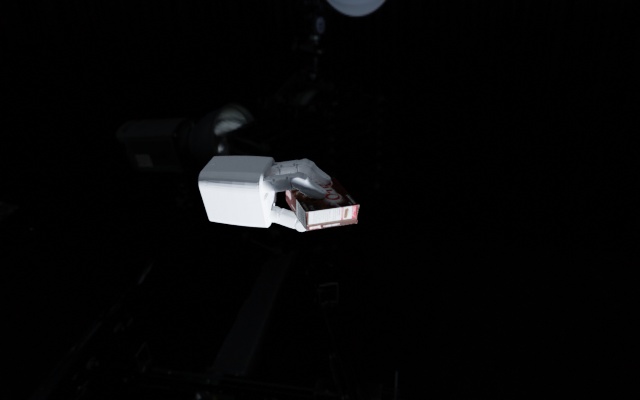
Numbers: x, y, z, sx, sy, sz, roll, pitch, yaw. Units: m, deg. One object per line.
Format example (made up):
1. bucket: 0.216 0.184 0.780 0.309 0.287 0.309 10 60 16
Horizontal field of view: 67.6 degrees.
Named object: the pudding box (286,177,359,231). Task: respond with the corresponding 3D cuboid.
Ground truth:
1. pudding box: 0.000 0.003 0.782 0.090 0.039 0.113 -8 31 -18
